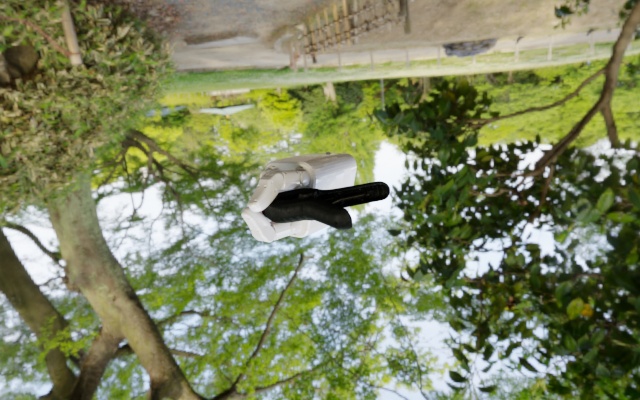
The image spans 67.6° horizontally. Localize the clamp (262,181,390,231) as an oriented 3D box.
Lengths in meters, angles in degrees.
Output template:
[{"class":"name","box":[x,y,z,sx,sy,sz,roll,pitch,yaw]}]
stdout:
[{"class":"clamp","box":[0.000,0.003,0.603,0.171,0.039,0.120,5,17,40]}]
